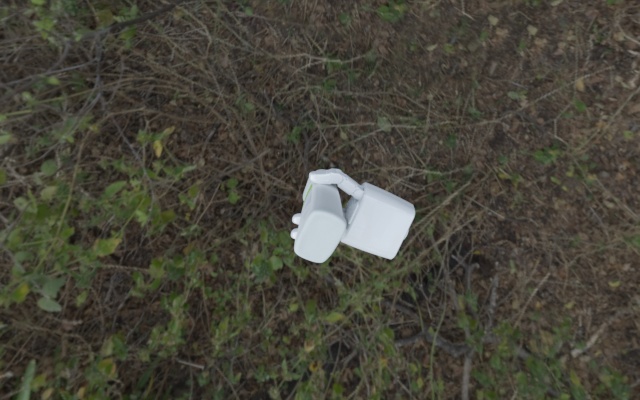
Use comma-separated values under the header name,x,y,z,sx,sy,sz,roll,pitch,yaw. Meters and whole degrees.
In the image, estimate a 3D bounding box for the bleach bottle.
name,x,y,z,sx,sy,sz,roll,pitch,yaw
bleach bottle,0.000,0.003,0.880,0.068,0.103,0.250,23,27,-11
